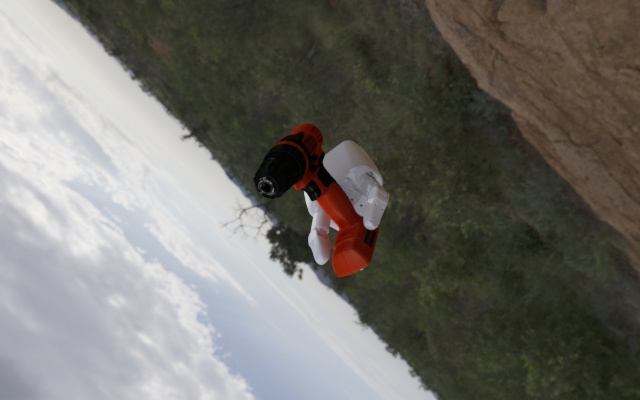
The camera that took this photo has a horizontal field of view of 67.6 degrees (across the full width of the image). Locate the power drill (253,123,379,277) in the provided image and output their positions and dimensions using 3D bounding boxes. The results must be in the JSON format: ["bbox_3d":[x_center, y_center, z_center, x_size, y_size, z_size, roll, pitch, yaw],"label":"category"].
[{"bbox_3d":[0.000,0.002,0.608,0.057,0.188,0.184,-25,17,26],"label":"power drill"}]
